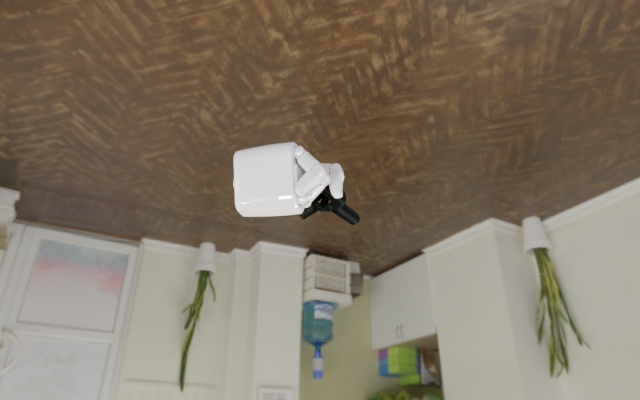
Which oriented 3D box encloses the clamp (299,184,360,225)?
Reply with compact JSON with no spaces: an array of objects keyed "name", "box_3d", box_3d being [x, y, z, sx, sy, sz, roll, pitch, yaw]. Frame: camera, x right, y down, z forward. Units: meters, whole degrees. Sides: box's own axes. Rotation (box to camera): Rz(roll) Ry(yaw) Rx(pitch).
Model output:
[{"name":"clamp","box_3d":[0.000,0.003,0.880,0.120,0.039,0.171,-3,-28,15]}]
